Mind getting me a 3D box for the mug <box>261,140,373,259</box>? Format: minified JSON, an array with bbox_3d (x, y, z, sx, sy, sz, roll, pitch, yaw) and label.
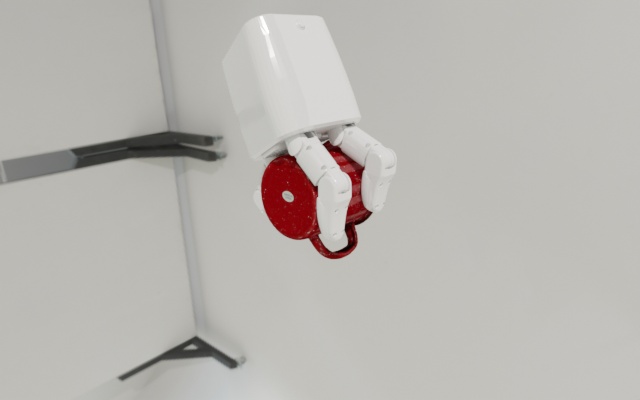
[{"bbox_3d":[0.000,0.003,0.467,0.081,0.117,0.093,-18,-1,-43],"label":"mug"}]
